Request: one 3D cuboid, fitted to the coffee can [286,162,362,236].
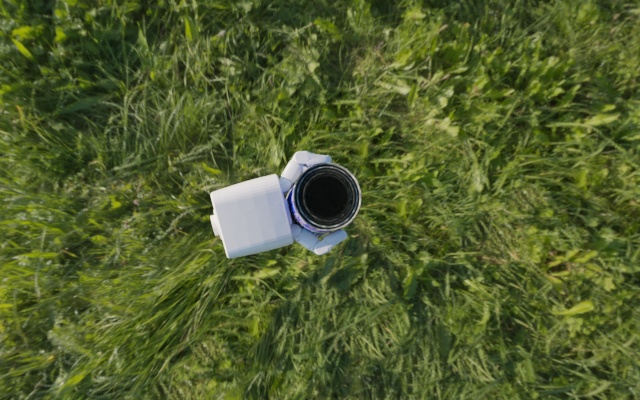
[{"bbox_3d":[0.000,0.003,0.765,0.103,0.103,0.140,0,-7,-9],"label":"coffee can"}]
